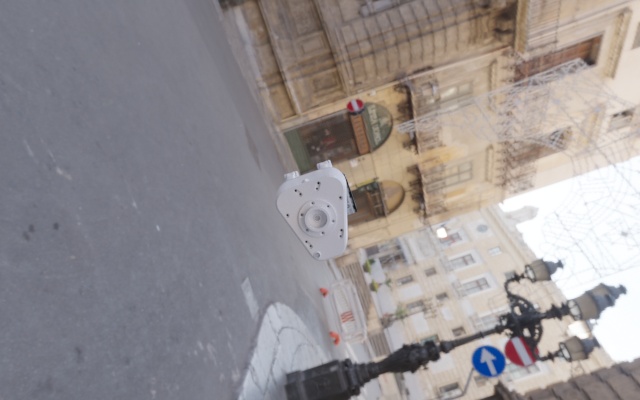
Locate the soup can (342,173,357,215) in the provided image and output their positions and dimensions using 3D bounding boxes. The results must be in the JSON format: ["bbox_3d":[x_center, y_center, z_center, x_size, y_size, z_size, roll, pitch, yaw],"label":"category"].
[{"bbox_3d":[0.000,0.002,0.760,0.102,0.068,0.068,-19,-1,3],"label":"soup can"}]
